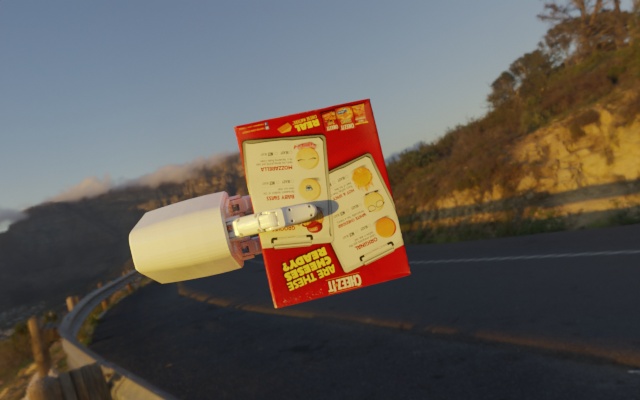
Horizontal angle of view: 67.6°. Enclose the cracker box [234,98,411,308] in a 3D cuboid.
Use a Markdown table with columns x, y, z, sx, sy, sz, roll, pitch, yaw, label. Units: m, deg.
| x | y | z | sx | sy | sz | roll | pitch | yaw | label |
| --- | --- | --- | --- | --- | --- | --- | --- | --- | --- |
| 0.000 | 0.002 | 0.577 | 0.164 | 0.213 | 0.072 | -13 | -1 | -5 | cracker box |
